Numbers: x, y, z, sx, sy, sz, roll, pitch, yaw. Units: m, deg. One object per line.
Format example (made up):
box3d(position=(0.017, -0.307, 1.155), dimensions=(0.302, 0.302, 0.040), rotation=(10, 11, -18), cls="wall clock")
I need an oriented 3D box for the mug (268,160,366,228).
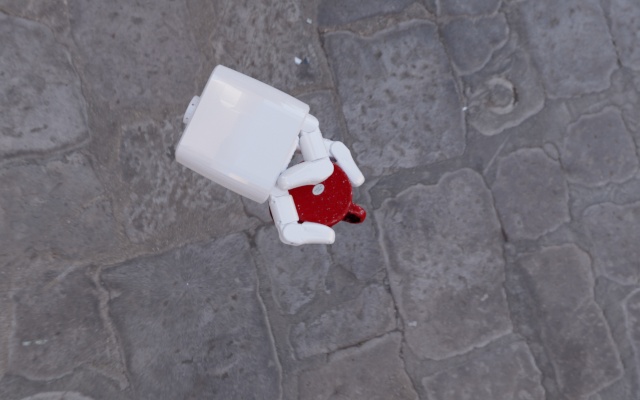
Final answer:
box3d(position=(0.001, 0.002, 0.575), dimensions=(0.117, 0.093, 0.081), rotation=(24, -15, -9), cls="mug")
